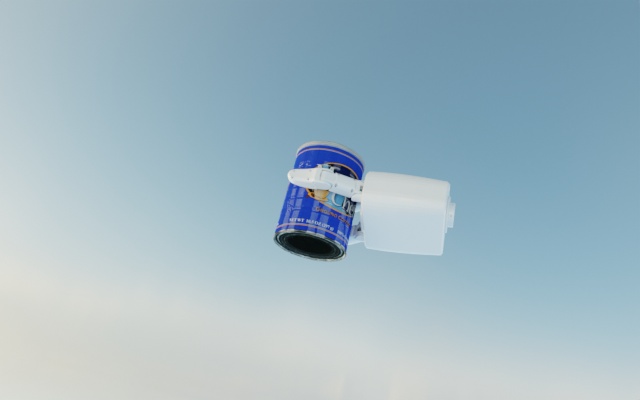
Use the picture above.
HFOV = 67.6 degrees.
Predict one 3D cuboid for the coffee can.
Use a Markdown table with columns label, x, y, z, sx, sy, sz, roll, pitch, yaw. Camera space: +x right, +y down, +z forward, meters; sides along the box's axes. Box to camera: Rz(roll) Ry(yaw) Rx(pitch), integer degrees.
| label | x | y | z | sx | sy | sz | roll | pitch | yaw |
| --- | --- | --- | --- | --- | --- | --- | --- | --- | --- |
| coffee can | 0.000 | 0.002 | 0.674 | 0.103 | 0.140 | 0.103 | 12 | -25 | 5 |
